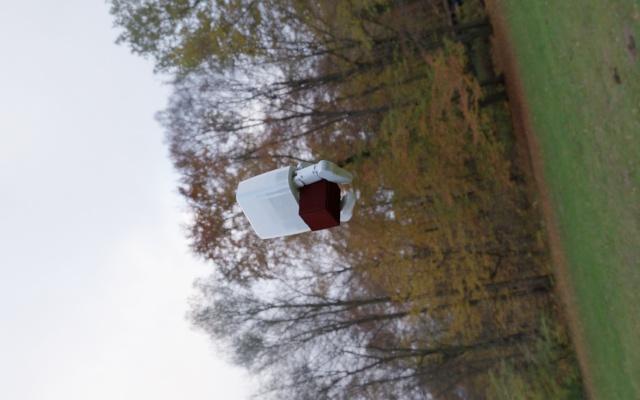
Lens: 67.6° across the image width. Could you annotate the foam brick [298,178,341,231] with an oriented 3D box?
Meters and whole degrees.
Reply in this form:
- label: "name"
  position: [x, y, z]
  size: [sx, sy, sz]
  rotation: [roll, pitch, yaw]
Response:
- label: "foam brick"
  position: [0.000, 0.003, 0.779]
  size: [0.051, 0.078, 0.053]
  rotation: [-14, -42, 21]
